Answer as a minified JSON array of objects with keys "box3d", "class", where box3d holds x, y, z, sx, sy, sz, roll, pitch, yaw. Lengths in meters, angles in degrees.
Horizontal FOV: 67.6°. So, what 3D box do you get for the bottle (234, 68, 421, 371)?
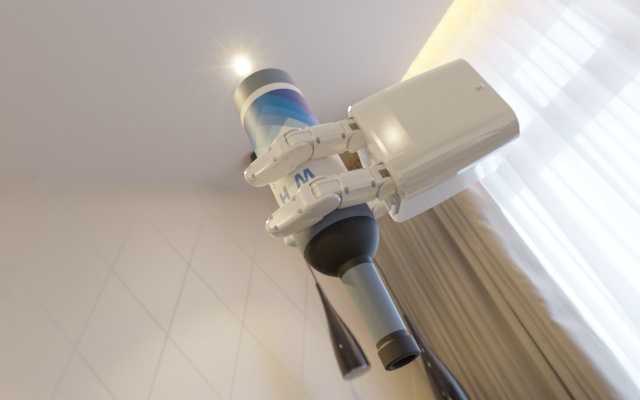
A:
[{"box3d":[0.000,0.001,0.406,0.069,0.295,0.069,-18,-35,-13],"class":"bottle"}]
